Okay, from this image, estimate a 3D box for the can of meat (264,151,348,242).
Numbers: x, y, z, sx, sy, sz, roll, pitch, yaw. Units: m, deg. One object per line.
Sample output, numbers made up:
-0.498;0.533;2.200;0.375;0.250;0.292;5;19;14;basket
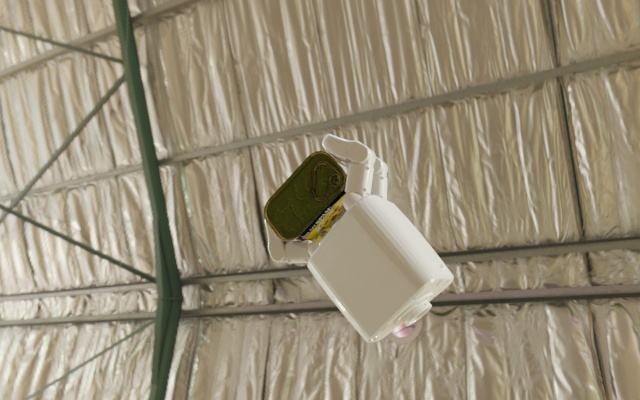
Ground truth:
0.000;0.002;0.542;0.057;0.102;0.084;49;13;26;can of meat
